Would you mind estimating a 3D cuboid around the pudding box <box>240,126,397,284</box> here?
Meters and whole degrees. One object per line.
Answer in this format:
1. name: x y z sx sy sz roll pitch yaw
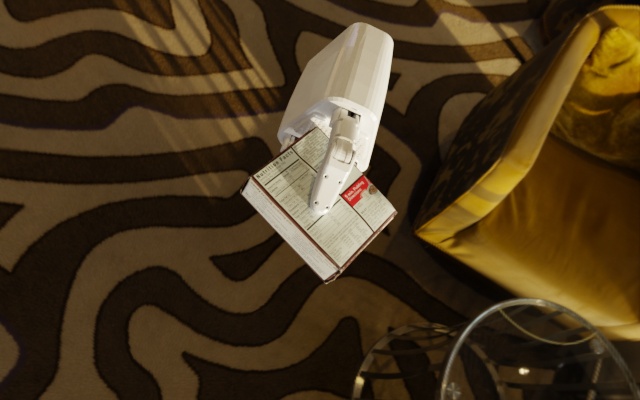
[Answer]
1. pudding box: 0.000 0.001 0.424 0.090 0.113 0.039 -41 -5 -32
